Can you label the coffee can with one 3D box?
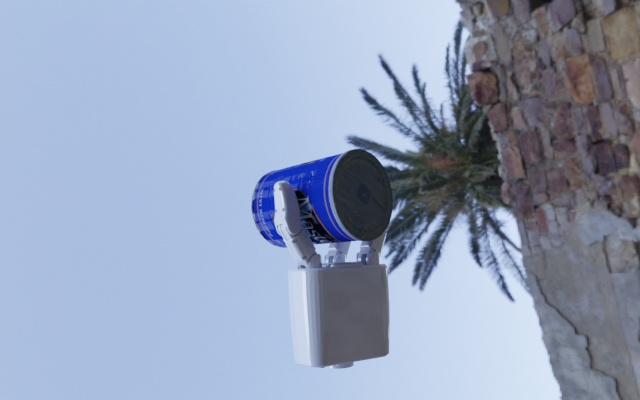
[{"bbox_3d":[0.000,0.002,0.573,0.103,0.103,0.140,0,-7,-45],"label":"coffee can"}]
